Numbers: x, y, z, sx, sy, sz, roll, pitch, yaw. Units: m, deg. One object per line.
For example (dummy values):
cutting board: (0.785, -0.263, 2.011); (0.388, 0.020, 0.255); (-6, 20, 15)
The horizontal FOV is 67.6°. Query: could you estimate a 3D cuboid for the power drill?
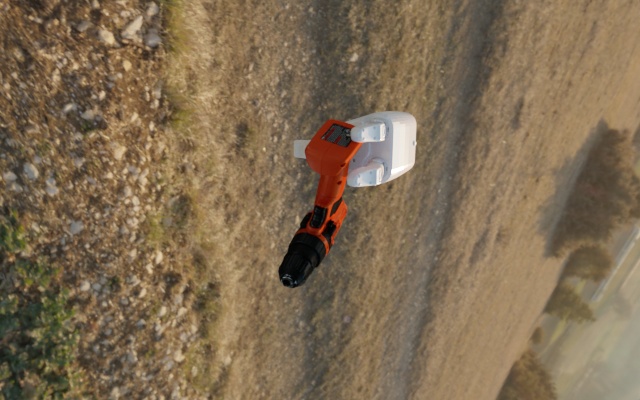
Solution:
power drill: (0.000, 0.002, 0.629); (0.057, 0.188, 0.184); (20, 39, 9)
